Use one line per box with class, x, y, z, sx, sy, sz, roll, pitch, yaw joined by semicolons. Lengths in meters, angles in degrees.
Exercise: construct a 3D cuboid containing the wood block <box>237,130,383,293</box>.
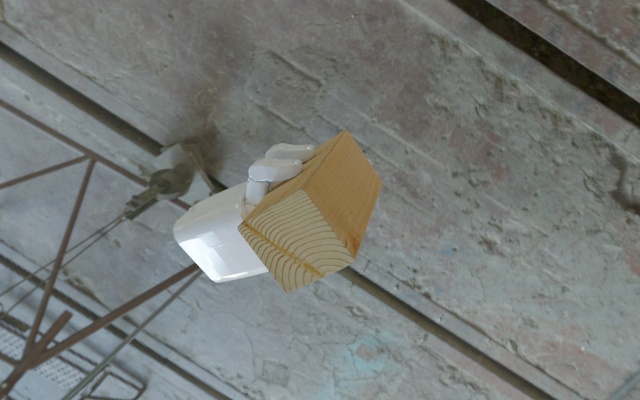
wood block;0.000;0.002;0.555;0.090;0.091;0.206;-29;13;25
